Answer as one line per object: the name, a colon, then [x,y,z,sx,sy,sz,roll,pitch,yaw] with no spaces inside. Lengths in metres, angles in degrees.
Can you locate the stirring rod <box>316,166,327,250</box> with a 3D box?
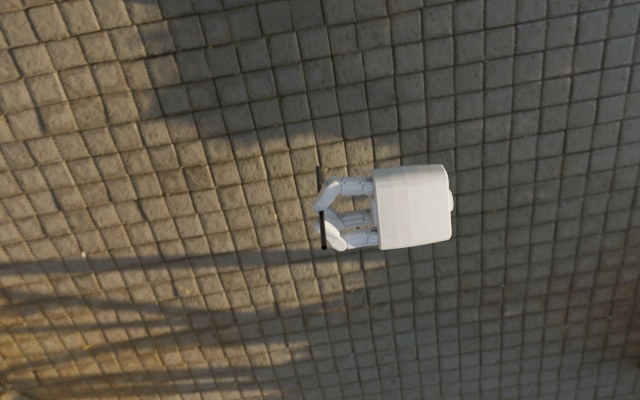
stirring rod: [0.000,0.002,0.729,0.011,0.011,0.239,0,30,-3]
